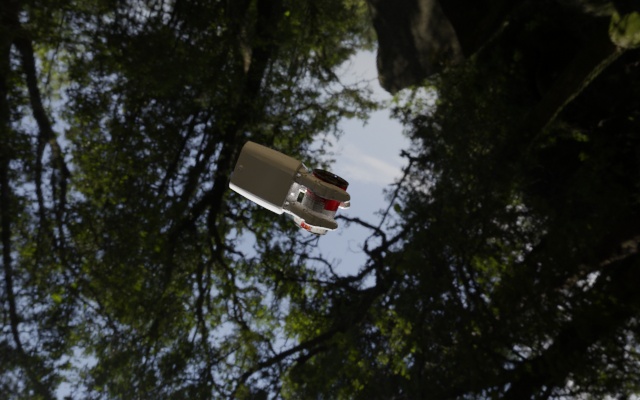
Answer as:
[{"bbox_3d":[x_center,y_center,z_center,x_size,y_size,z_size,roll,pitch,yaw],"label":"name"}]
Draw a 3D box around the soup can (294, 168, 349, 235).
[{"bbox_3d":[0.000,0.003,0.855,0.068,0.102,0.068,22,15,-6],"label":"soup can"}]
